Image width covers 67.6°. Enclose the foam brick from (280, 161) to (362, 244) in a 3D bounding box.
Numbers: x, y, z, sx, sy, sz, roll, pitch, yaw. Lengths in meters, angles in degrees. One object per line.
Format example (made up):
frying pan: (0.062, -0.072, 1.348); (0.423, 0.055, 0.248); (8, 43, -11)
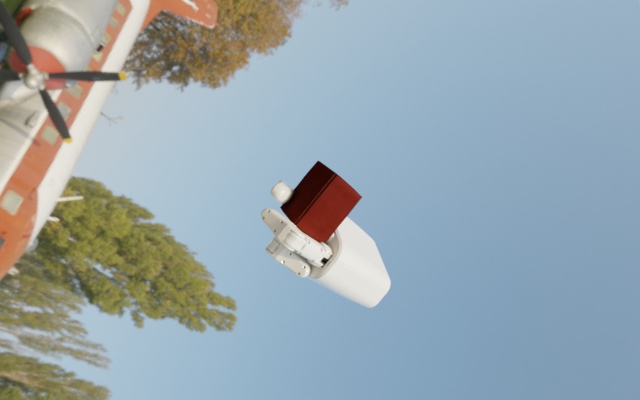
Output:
foam brick: (0.000, 0.002, 0.572); (0.051, 0.078, 0.053); (36, 5, -33)
